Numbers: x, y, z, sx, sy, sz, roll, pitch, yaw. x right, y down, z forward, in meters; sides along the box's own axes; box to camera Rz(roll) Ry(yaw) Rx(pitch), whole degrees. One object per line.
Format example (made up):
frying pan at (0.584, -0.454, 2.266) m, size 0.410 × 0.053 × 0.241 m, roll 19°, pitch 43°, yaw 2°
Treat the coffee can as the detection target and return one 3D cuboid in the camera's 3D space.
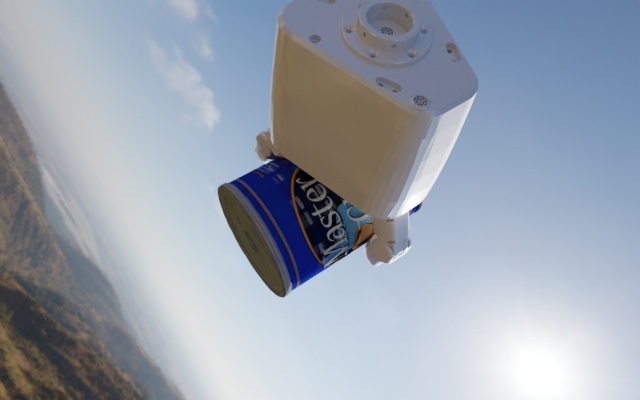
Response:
coffee can at (0.000, 0.002, 0.405) m, size 0.140 × 0.103 × 0.103 m, roll -30°, pitch 11°, yaw -20°
